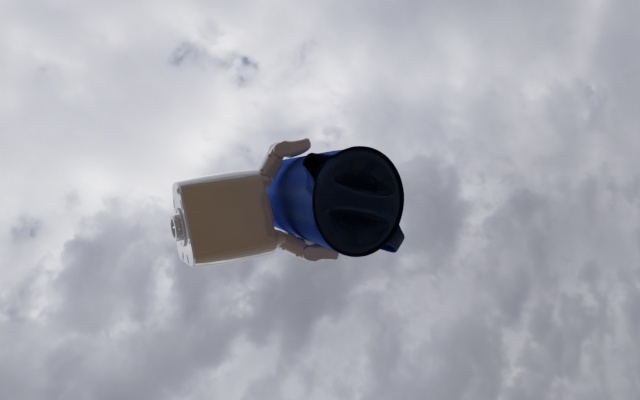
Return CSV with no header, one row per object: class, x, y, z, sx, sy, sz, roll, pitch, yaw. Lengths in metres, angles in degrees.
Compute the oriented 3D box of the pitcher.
pitcher,0.000,0.002,0.672,0.145,0.149,0.243,-11,8,-28
